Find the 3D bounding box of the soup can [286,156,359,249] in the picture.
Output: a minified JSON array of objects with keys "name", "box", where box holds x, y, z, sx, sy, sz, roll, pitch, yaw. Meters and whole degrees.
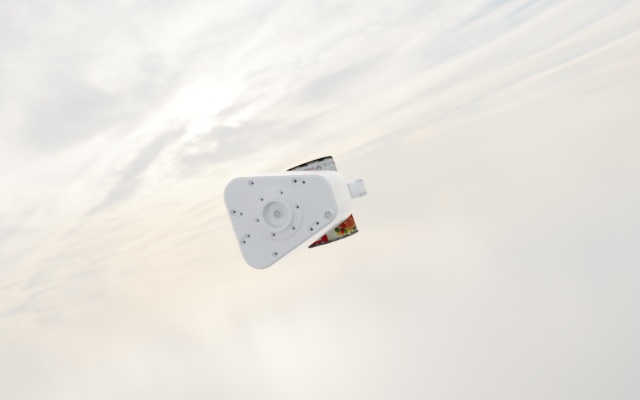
[{"name":"soup can","box":[0.000,0.002,0.603,0.068,0.102,0.068,-19,0,0]}]
